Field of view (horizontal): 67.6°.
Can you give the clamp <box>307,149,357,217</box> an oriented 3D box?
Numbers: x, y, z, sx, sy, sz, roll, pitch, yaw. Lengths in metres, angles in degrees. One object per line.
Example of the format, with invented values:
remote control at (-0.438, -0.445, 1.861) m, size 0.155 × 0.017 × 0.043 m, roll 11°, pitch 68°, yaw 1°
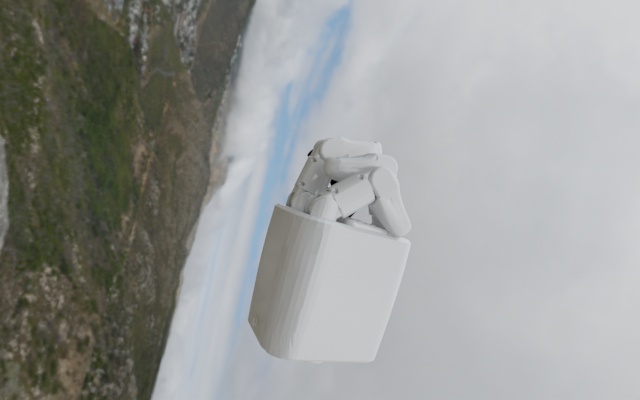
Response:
clamp at (0.001, 0.002, 0.484) m, size 0.039 × 0.120 × 0.171 m, roll 17°, pitch 0°, yaw -16°
